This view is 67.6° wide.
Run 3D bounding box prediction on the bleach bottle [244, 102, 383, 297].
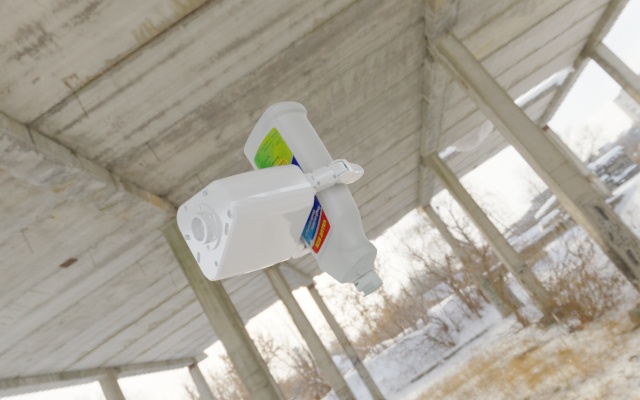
[{"bbox_3d":[0.000,0.002,0.593,0.068,0.250,0.103,-13,-28,-46],"label":"bleach bottle"}]
